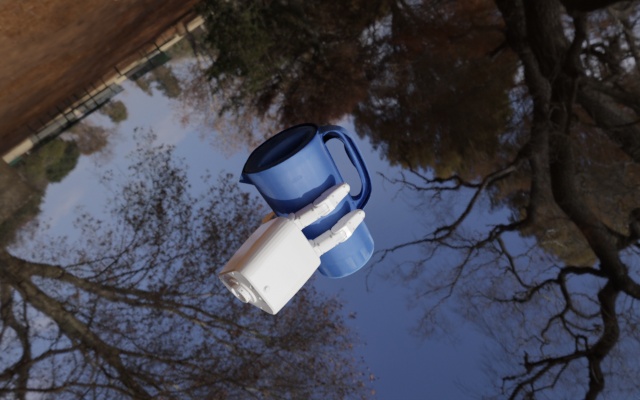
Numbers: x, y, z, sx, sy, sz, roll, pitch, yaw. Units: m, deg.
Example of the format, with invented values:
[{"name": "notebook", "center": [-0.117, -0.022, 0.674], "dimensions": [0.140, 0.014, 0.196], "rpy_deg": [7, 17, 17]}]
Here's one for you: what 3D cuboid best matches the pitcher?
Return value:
[{"name": "pitcher", "center": [0.000, 0.003, 0.768], "dimensions": [0.149, 0.243, 0.145], "rpy_deg": [3, 42, 49]}]
